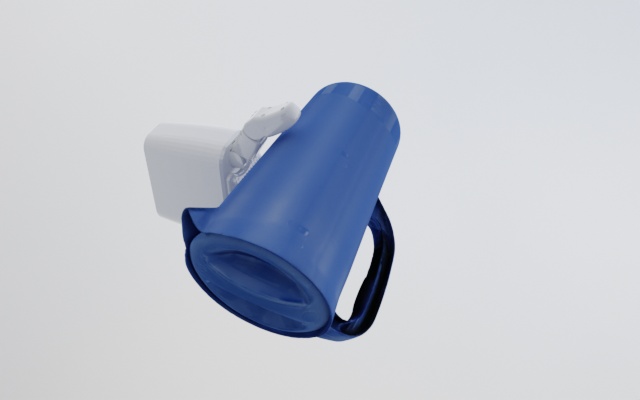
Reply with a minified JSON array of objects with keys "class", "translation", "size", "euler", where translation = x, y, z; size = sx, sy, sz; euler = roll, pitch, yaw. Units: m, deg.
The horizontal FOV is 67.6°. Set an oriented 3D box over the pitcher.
[{"class":"pitcher","translation":[0.000,0.001,0.454],"size":[0.145,0.149,0.242],"euler":[9,47,25]}]
